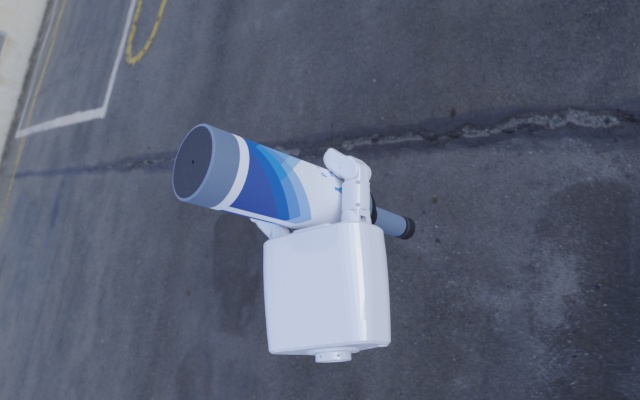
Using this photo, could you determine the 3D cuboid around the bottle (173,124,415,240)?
[{"bbox_3d":[0.000,0.001,0.488,0.296,0.069,0.069,17,-12,-41],"label":"bottle"}]
